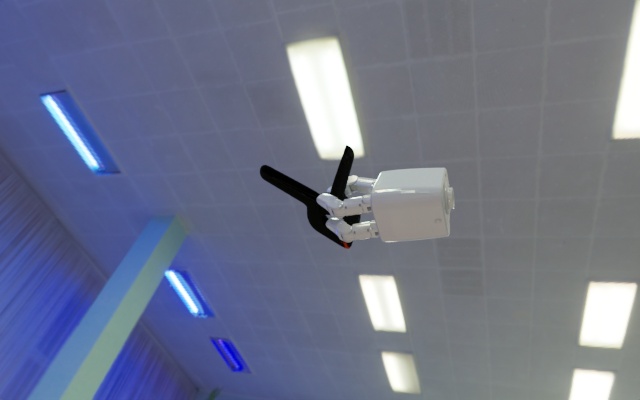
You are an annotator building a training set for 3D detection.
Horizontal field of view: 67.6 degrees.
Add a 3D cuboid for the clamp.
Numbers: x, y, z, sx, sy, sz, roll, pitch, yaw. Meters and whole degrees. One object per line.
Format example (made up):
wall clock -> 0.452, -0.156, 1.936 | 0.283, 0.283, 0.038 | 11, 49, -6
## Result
clamp -> 0.001, 0.002, 0.810 | 0.164, 0.210, 0.036 | -5, 41, 21
